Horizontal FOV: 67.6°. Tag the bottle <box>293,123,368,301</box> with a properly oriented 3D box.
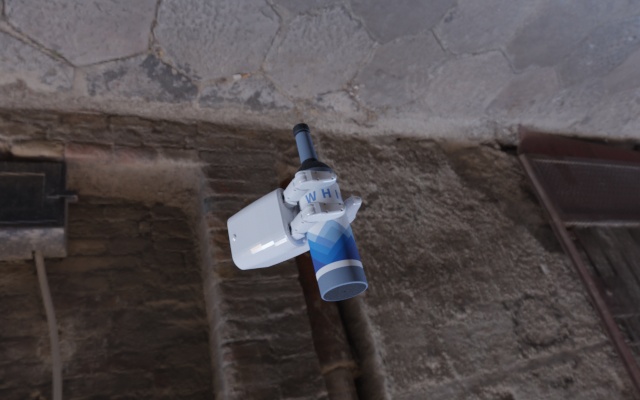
[{"bbox_3d":[0.000,0.003,0.731,0.069,0.295,0.069,-12,-29,-7],"label":"bottle"}]
